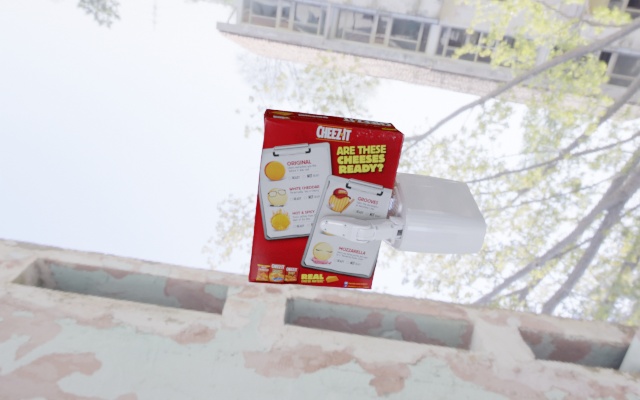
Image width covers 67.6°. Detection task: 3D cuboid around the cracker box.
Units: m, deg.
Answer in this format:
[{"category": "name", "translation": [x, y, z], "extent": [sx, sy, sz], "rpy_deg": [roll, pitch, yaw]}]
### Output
[{"category": "cracker box", "translation": [0.000, 0.002, 0.603], "extent": [0.164, 0.214, 0.072], "rpy_deg": [5, 21, -9]}]
